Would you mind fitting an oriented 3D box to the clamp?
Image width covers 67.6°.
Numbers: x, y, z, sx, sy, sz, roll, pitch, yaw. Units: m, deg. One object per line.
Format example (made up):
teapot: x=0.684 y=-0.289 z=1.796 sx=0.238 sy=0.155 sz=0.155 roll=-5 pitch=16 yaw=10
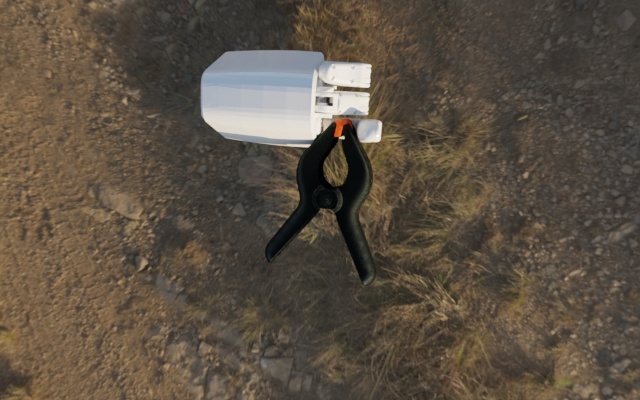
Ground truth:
clamp: x=0.000 y=0.002 z=0.494 sx=0.120 sy=0.171 sz=0.039 roll=2 pitch=7 yaw=7
